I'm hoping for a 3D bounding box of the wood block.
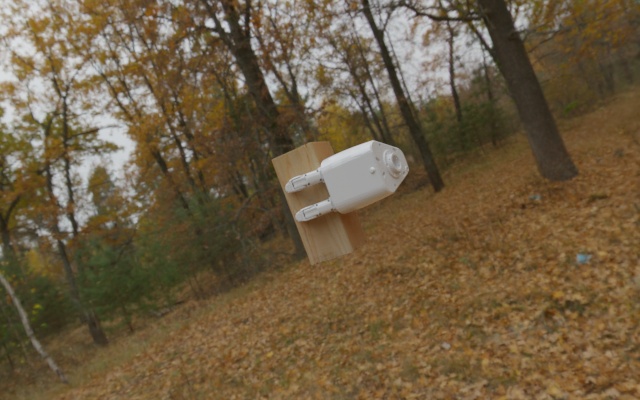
[{"bbox_3d":[0.001,0.003,0.888,0.090,0.206,0.091,-21,-1,25],"label":"wood block"}]
